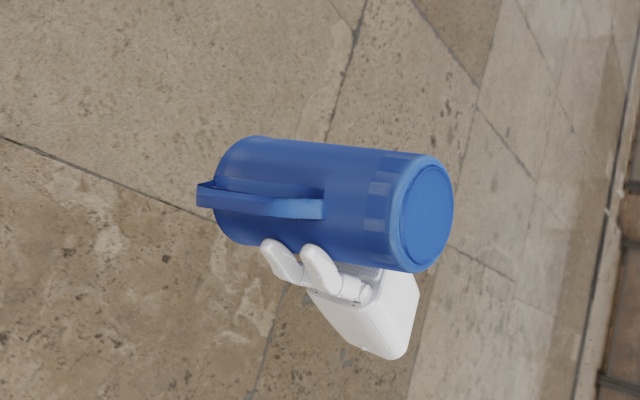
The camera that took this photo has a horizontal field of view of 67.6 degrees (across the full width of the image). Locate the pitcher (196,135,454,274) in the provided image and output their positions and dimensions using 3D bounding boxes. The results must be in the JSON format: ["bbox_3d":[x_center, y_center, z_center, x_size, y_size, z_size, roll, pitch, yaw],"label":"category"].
[{"bbox_3d":[0.000,0.002,0.493,0.243,0.149,0.145,8,-39,42],"label":"pitcher"}]
